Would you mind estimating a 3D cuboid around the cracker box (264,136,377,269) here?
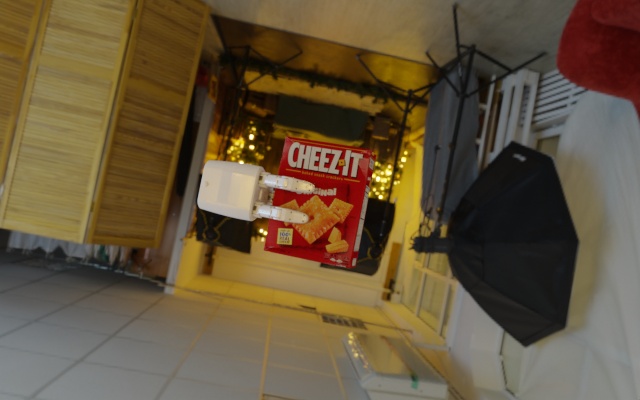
[{"bbox_3d":[0.000,0.003,0.868,0.164,0.213,0.072,10,-2,13],"label":"cracker box"}]
